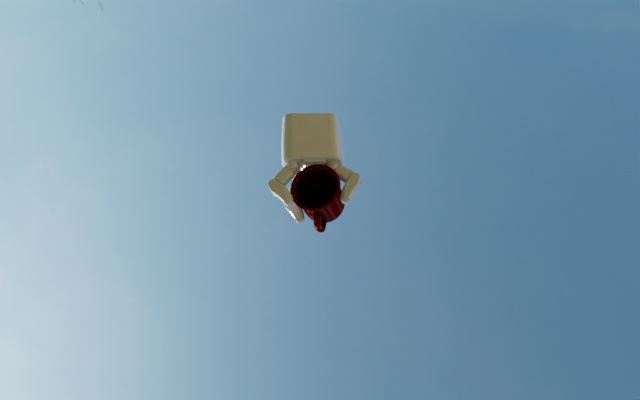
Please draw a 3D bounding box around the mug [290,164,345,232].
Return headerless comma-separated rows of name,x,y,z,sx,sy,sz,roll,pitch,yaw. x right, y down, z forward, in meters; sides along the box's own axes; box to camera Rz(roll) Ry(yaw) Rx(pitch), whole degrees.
mug,0.000,0.004,0.885,0.093,0.117,0.081,-8,-26,11
